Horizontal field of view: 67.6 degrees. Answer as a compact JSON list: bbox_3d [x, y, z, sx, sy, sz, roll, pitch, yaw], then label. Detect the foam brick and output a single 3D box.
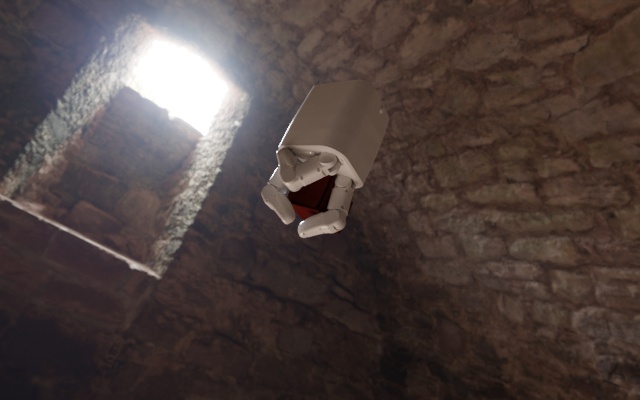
[{"bbox_3d":[0.000,0.002,0.632,0.053,0.051,0.078,14,-20,30],"label":"foam brick"}]
